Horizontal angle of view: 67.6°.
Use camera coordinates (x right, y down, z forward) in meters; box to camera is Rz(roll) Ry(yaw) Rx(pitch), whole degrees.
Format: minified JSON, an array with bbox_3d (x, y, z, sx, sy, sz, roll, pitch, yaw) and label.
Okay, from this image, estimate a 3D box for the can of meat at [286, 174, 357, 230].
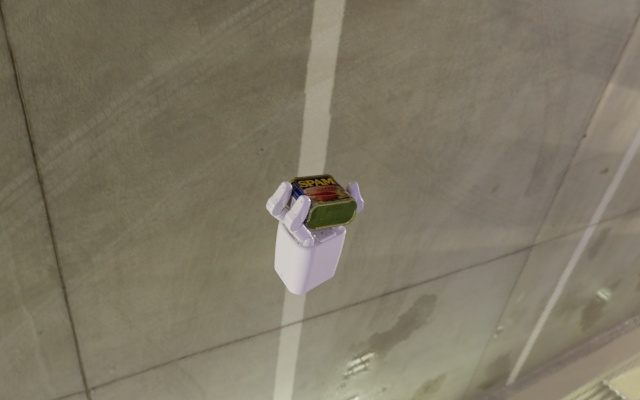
[{"bbox_3d":[0.000,0.003,0.804,0.102,0.057,0.084,-7,36,-31],"label":"can of meat"}]
